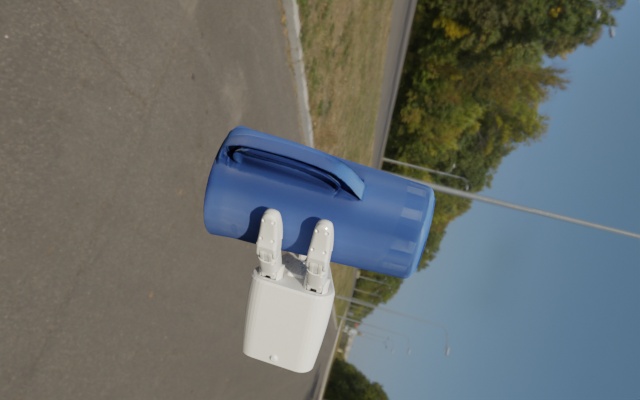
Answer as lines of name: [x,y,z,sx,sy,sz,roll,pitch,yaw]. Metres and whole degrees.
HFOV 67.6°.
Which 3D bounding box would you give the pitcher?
pitcher: [0.000,0.002,0.540,0.243,0.145,0.149,15,17,8]
